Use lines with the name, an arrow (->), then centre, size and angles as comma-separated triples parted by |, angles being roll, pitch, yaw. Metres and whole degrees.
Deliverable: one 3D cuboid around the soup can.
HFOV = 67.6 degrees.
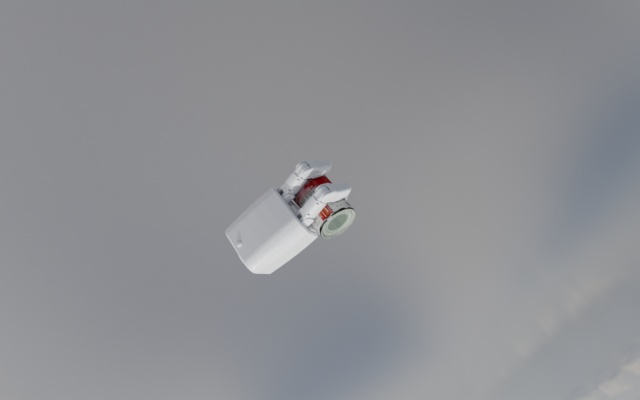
soup can -> 0.001, 0.002, 0.759 | 0.068, 0.068, 0.102 | 0, 42, -47
